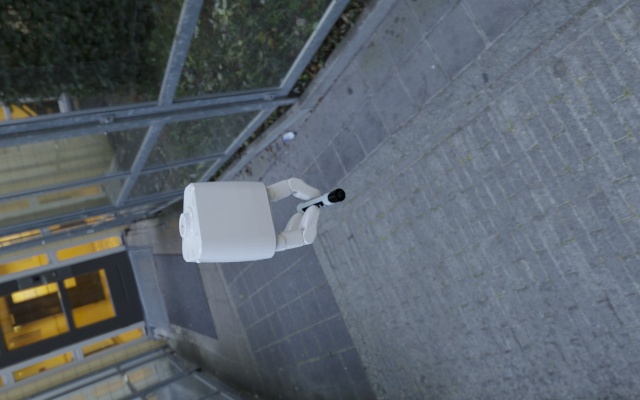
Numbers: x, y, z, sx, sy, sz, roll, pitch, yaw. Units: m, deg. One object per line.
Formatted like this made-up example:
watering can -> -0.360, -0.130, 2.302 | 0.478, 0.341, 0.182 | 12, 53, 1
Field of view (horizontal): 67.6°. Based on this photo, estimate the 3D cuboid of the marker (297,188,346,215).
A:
marker -> 0.000, 0.002, 0.709 | 0.020, 0.020, 0.121 | 0, -11, -30
